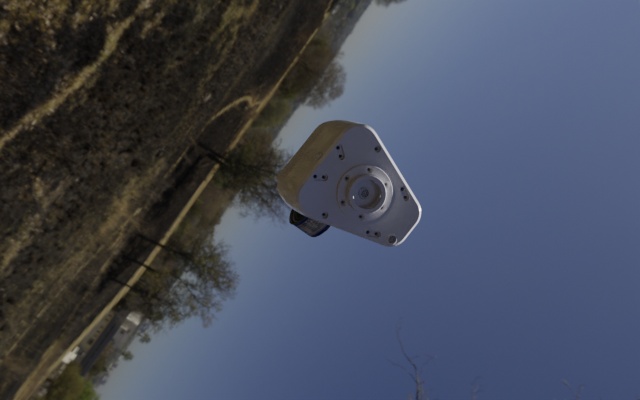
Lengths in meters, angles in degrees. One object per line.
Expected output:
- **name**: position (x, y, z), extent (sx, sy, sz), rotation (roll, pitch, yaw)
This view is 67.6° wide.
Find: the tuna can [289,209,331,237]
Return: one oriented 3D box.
- **tuna can**: position (0.001, 0.002, 0.587), extent (0.034, 0.086, 0.086), rotation (36, -12, -17)
